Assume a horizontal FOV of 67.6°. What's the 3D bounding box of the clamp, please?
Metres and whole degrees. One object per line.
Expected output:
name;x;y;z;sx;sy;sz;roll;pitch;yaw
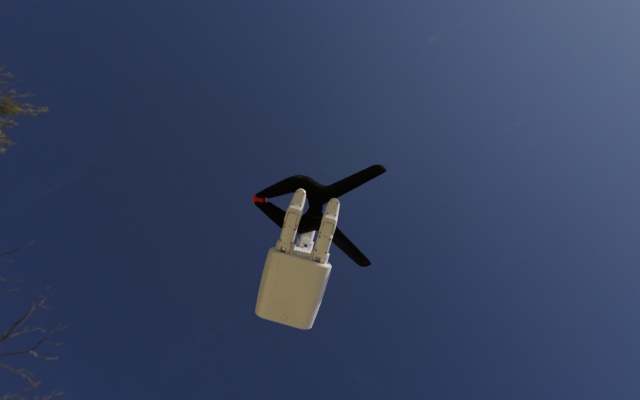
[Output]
clamp;0.000;0.003;0.762;0.210;0.164;0.036;16;4;-1
